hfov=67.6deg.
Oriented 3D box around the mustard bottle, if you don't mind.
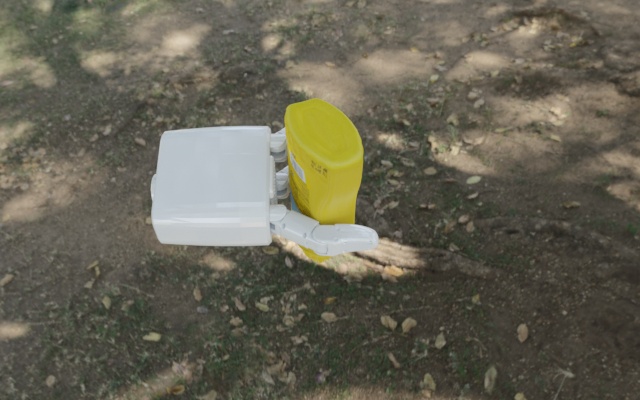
[{"bbox_3d":[0.000,0.001,0.479,0.058,0.192,0.096,-20,51,-19],"label":"mustard bottle"}]
